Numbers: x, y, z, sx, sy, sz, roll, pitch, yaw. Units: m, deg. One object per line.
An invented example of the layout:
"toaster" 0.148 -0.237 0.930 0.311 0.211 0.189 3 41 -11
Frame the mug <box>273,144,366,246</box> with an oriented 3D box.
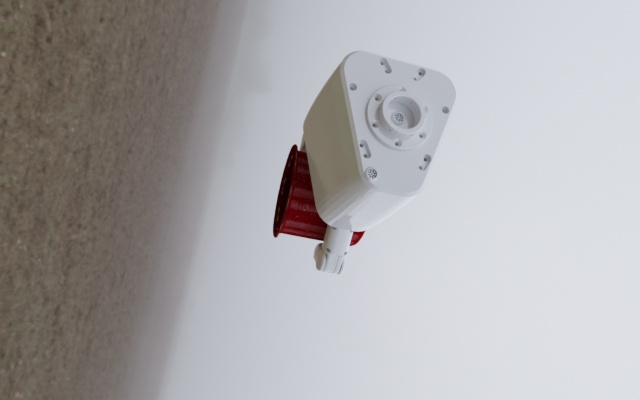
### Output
"mug" 0.000 0.002 0.483 0.081 0.093 0.117 12 -16 -11
